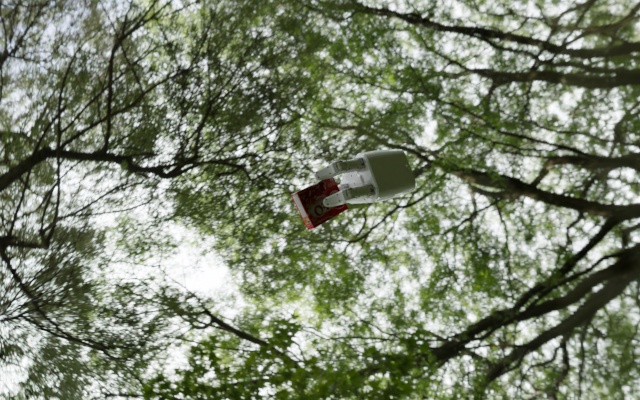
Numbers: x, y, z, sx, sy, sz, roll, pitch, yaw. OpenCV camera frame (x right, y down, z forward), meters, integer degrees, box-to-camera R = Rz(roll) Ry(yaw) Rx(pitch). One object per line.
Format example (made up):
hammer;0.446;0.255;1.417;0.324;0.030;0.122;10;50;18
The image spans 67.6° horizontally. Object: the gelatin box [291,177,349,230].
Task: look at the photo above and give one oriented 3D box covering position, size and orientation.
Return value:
gelatin box;0.000;0.003;0.891;0.089;0.073;0.030;-27;3;-30
